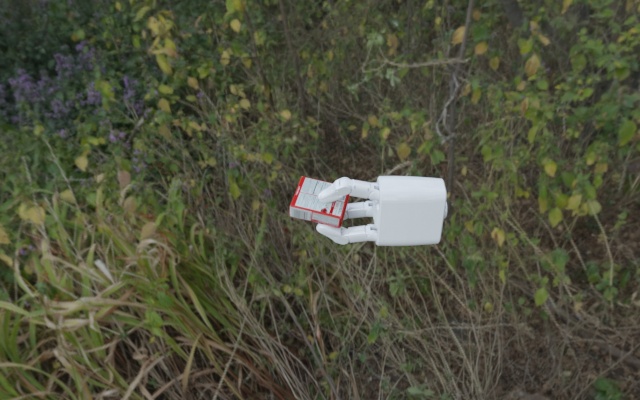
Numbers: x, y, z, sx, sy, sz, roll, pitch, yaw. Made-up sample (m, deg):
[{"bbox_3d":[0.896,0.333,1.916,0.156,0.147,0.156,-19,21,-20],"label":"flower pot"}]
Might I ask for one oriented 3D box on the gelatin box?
[{"bbox_3d":[0.000,0.002,0.796,0.089,0.073,0.030,13,-42,6],"label":"gelatin box"}]
